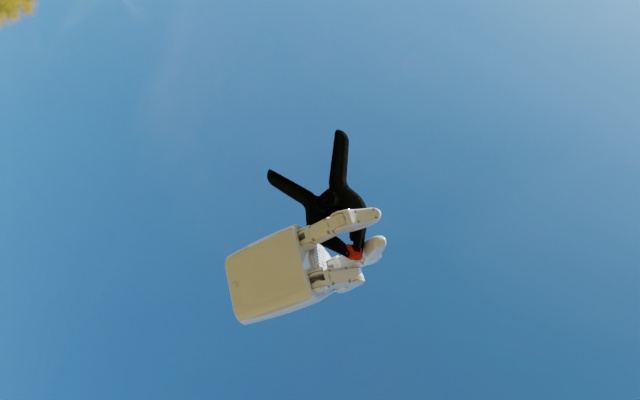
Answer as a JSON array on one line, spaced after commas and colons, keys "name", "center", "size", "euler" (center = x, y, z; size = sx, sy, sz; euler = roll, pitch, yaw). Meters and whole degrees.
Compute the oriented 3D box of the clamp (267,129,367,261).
[{"name": "clamp", "center": [0.000, 0.002, 0.612], "size": [0.120, 0.171, 0.039], "euler": [-24, -24, 17]}]
